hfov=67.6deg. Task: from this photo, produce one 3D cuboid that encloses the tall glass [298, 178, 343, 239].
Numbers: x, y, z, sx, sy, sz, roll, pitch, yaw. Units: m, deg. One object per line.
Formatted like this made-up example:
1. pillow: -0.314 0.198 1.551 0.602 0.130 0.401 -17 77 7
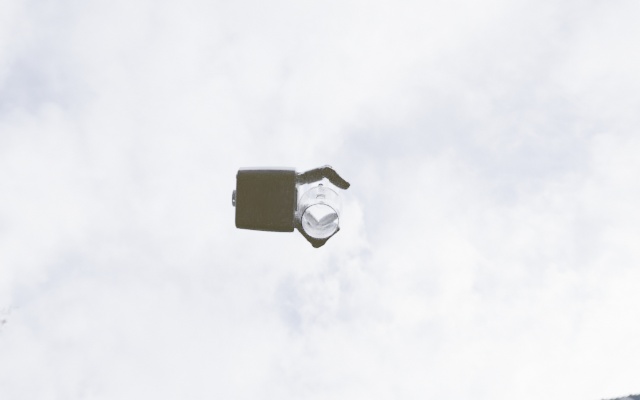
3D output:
1. tall glass: 0.000 0.003 0.854 0.079 0.079 0.201 0 18 0
